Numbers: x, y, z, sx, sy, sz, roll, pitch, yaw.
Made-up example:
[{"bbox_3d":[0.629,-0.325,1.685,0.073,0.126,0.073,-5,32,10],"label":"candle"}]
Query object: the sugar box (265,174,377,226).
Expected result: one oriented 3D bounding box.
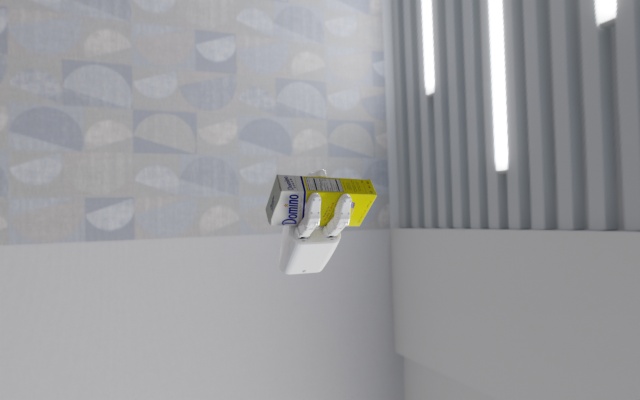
[{"bbox_3d":[0.000,0.003,0.836,0.176,0.048,0.093,-1,-41,-22],"label":"sugar box"}]
